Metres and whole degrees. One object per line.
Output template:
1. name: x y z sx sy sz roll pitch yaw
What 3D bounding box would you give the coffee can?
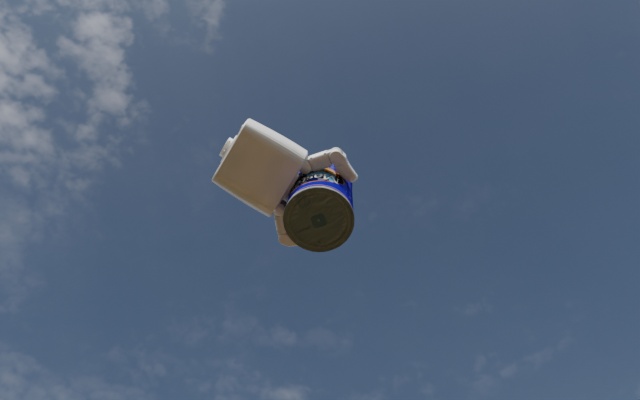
1. coffee can: 0.000 0.003 0.743 0.103 0.103 0.140 0 23 3
